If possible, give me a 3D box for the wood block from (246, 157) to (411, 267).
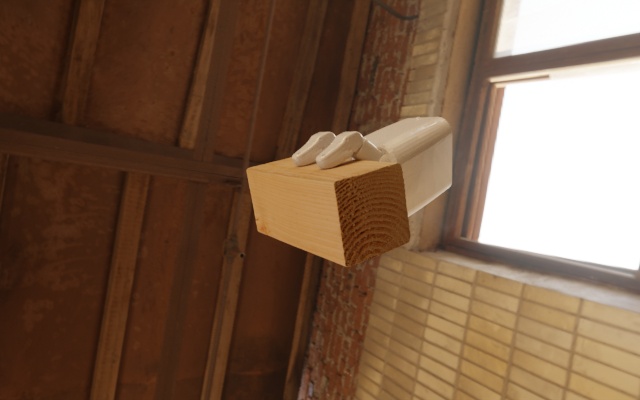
[{"bbox_3d":[0.000,0.002,0.569,0.090,0.091,0.206,-17,15,-29],"label":"wood block"}]
